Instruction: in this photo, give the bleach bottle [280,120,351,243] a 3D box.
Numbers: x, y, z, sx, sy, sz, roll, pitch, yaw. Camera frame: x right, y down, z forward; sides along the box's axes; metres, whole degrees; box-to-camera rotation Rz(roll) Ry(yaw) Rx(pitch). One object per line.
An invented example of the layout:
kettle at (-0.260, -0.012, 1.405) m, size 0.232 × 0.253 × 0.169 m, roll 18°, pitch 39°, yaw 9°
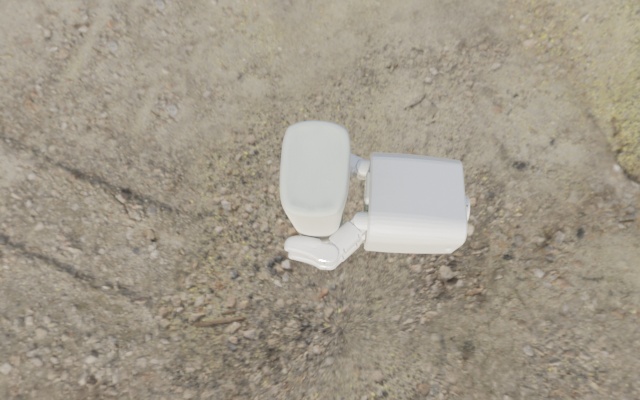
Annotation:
bleach bottle at (0.000, 0.002, 0.572) m, size 0.068 × 0.102 × 0.251 m, roll 3°, pitch -15°, yaw 4°
